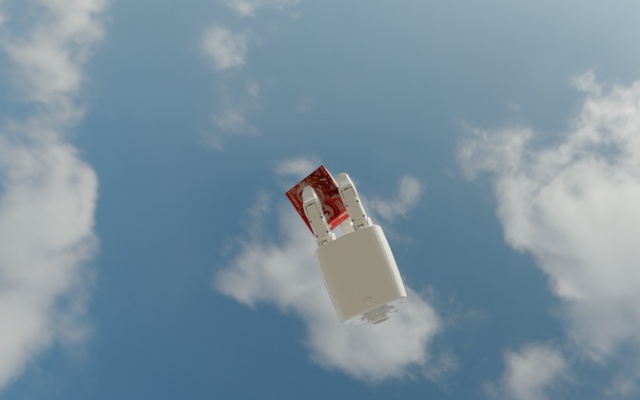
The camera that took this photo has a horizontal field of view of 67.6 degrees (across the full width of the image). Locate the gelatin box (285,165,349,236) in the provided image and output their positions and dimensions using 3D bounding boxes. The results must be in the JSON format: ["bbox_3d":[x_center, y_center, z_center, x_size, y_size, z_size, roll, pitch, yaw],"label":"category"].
[{"bbox_3d":[0.000,0.002,0.717,0.073,0.089,0.030,-37,-29,4],"label":"gelatin box"}]
